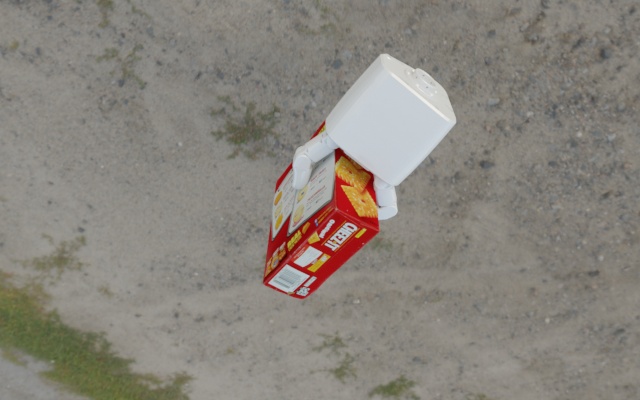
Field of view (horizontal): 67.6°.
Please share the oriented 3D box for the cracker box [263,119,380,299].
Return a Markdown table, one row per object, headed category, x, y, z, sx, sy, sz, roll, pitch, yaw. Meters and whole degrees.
| category | x | y | z | sx | sy | sz | roll | pitch | yaw |
| --- | --- | --- | --- | --- | --- | --- | --- | --- | --- |
| cracker box | 0.000 | 0.002 | 0.649 | 0.072 | 0.213 | 0.164 | 28 | -54 | -21 |
